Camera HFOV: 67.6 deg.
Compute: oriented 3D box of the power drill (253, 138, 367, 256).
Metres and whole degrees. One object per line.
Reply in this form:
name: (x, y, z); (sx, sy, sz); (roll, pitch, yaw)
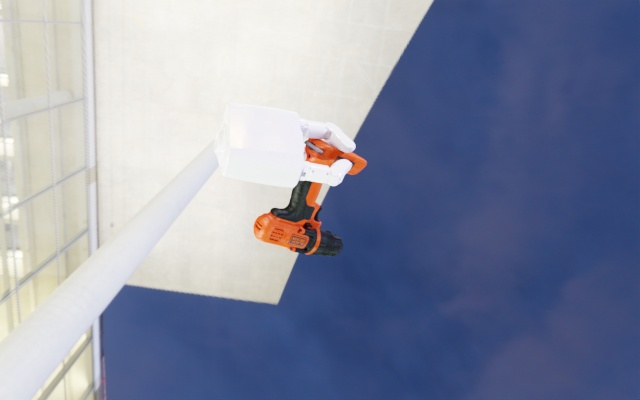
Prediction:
power drill: (0.000, 0.002, 0.782); (0.184, 0.188, 0.057); (18, 12, -43)
